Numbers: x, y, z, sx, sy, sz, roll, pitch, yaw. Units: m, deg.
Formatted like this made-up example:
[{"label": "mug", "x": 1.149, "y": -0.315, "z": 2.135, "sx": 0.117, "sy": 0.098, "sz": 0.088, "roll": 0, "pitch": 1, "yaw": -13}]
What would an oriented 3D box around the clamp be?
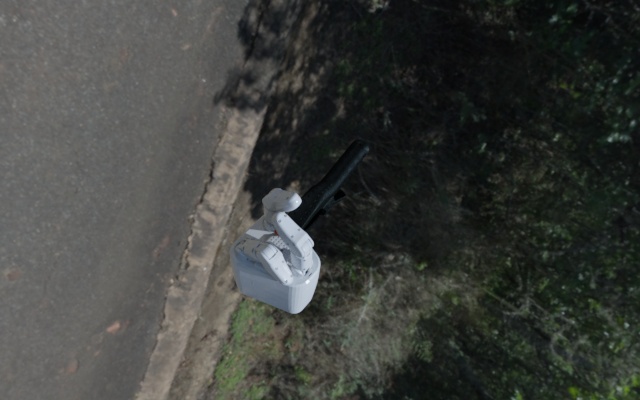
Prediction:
[{"label": "clamp", "x": 0.001, "y": 0.002, "z": 0.639, "sx": 0.039, "sy": 0.171, "sz": 0.120, "roll": 36, "pitch": -30, "yaw": 17}]
